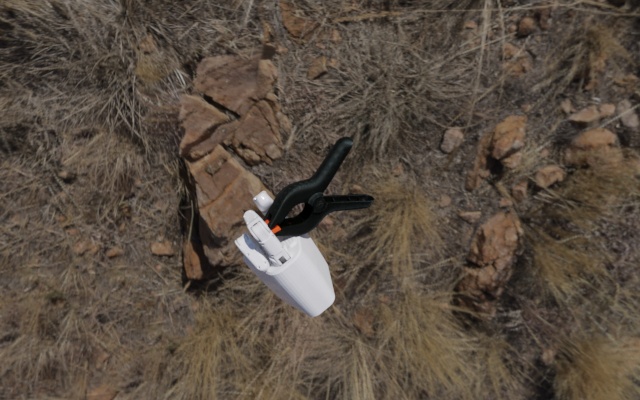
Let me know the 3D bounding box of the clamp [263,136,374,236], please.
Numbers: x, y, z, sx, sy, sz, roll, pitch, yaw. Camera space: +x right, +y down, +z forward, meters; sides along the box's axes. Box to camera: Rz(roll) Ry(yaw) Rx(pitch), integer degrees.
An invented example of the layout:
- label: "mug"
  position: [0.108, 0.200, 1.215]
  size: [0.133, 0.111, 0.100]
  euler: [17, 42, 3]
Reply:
- label: "clamp"
  position: [0.000, 0.002, 0.675]
  size: [0.171, 0.120, 0.039]
  euler: [-38, 30, -5]
